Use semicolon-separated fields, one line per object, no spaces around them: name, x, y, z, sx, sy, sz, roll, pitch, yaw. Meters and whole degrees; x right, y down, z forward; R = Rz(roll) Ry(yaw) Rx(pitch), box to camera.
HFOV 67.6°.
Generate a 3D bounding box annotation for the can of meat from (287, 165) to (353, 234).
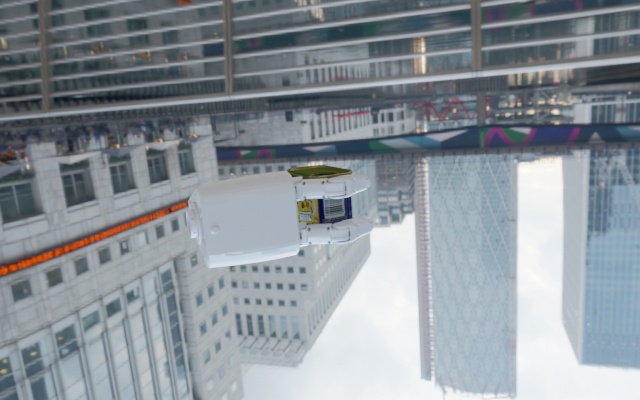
can of meat;0.000;0.002;0.611;0.057;0.084;0.102;-9;12;-25
